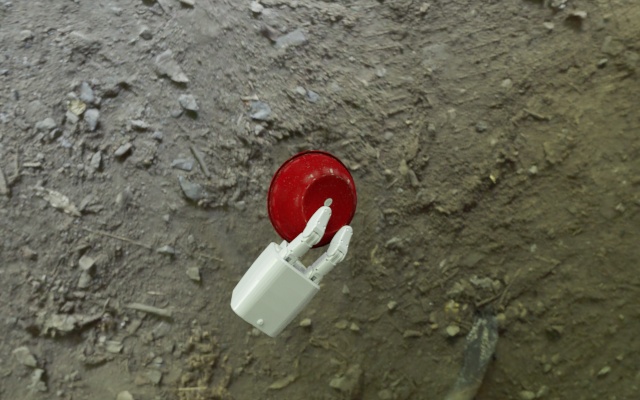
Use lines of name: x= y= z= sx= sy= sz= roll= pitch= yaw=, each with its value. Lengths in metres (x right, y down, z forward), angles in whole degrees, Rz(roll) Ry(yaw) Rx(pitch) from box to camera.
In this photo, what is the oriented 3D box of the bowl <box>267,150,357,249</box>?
bowl: x=0.001 y=0.001 z=0.752 sx=0.162 sy=0.162 sz=0.055 roll=0 pitch=7 yaw=-28
